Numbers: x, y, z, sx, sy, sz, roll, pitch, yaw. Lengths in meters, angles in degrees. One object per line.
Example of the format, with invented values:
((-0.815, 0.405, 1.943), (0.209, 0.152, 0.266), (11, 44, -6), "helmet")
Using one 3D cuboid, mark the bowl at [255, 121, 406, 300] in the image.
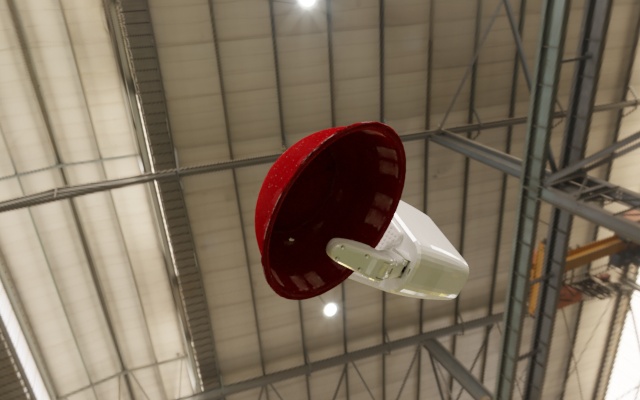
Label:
((-0.001, 0.001, 0.400), (0.055, 0.162, 0.162), (34, 21, 35), "bowl")
